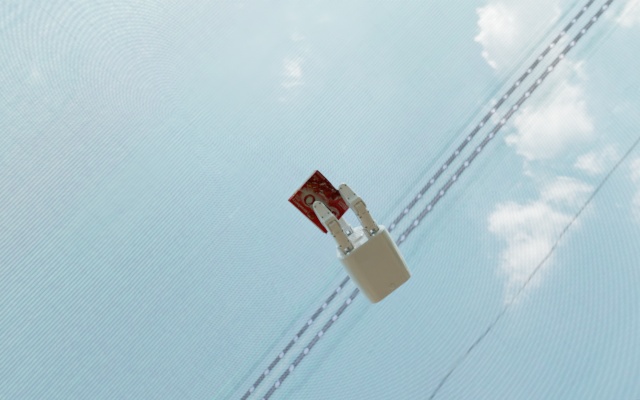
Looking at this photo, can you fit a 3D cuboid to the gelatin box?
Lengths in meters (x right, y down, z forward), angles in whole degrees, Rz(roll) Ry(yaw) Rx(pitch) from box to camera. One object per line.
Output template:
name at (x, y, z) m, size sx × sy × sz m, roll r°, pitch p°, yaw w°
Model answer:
gelatin box at (0.000, 0.002, 0.825) m, size 0.089 × 0.073 × 0.030 m, roll 43°, pitch -6°, yaw -9°
